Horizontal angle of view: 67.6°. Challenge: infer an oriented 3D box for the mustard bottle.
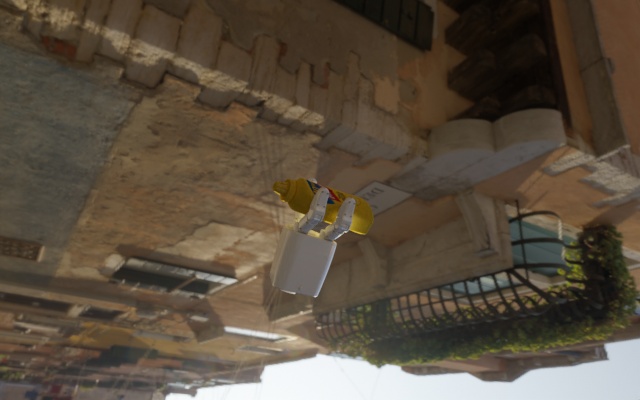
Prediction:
[{"bbox_3d":[0.000,0.003,0.875,0.192,0.058,0.096,19,23,-27],"label":"mustard bottle"}]
